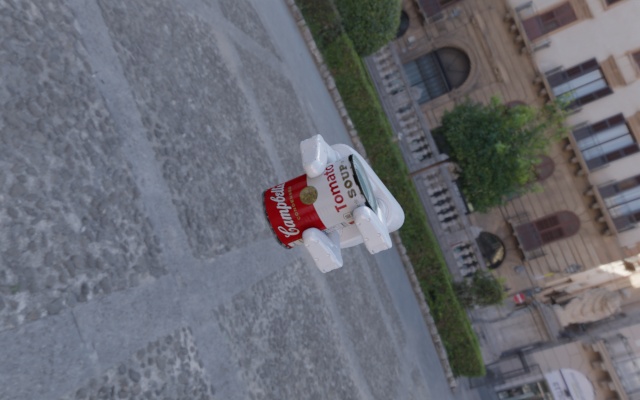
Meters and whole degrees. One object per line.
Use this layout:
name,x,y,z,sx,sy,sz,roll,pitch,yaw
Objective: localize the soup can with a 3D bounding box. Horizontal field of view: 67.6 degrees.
soup can,0.000,0.001,0.490,0.102,0.068,0.068,-22,-6,15
